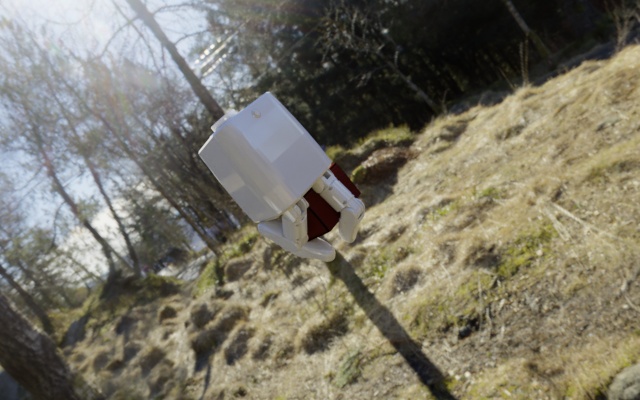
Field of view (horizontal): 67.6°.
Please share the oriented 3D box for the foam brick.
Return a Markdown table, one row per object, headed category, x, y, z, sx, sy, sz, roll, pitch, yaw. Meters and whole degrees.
| category | x | y | z | sx | sy | sz | roll | pitch | yaw |
| --- | --- | --- | --- | --- | --- | --- | --- | --- | --- |
| foam brick | 0.000 | 0.002 | 0.567 | 0.053 | 0.051 | 0.078 | -29 | 15 | 49 |
